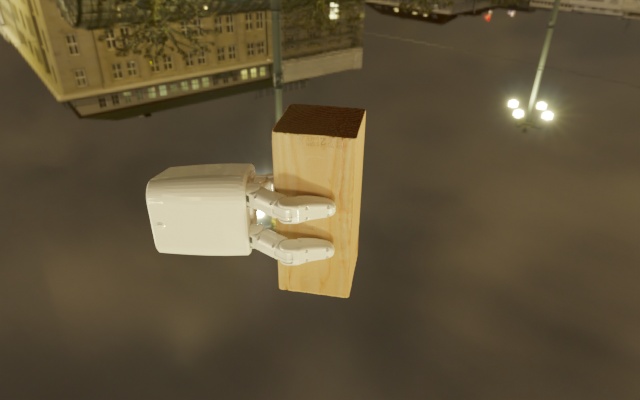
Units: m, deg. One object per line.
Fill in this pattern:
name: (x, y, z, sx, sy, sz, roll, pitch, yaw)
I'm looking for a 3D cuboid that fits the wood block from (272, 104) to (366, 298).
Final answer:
wood block: (0.000, 0.002, 0.561, 0.090, 0.206, 0.090, 6, 31, 8)
